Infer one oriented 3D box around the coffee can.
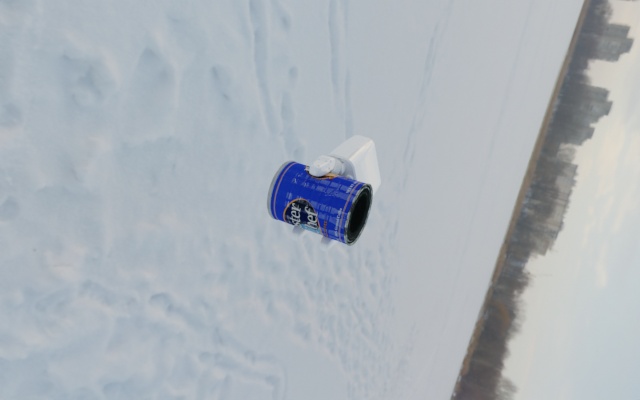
[{"bbox_3d":[0.000,0.003,0.768,0.140,0.103,0.103,18,7,21],"label":"coffee can"}]
